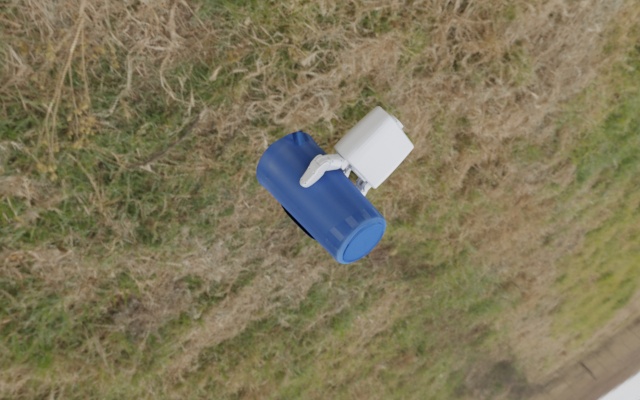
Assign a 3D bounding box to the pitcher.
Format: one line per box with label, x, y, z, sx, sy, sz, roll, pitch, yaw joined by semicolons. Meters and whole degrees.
pitcher;0.000;0.003;0.864;0.242;0.145;0.149;47;6;30
